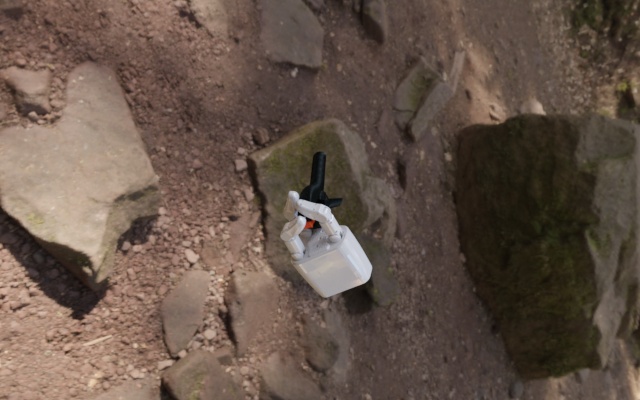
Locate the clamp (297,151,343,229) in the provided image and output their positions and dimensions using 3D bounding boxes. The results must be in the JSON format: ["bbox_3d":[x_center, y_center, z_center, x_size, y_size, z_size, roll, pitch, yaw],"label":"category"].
[{"bbox_3d":[0.001,0.003,0.882,0.039,0.120,0.171,-12,38,31],"label":"clamp"}]
